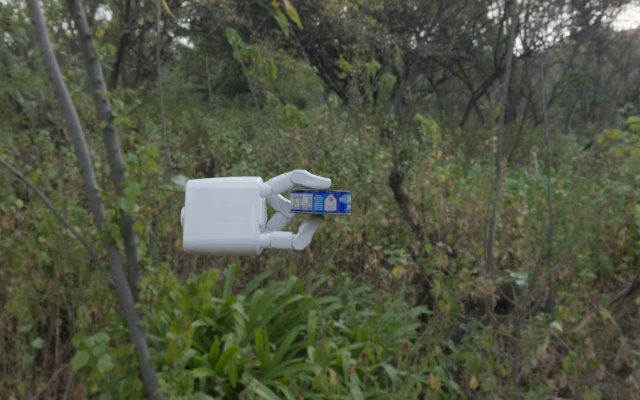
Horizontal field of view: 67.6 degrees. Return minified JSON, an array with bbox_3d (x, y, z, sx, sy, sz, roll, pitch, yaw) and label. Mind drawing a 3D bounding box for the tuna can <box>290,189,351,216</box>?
[{"bbox_3d":[0.000,0.002,0.671,0.086,0.034,0.086,2,0,0],"label":"tuna can"}]
